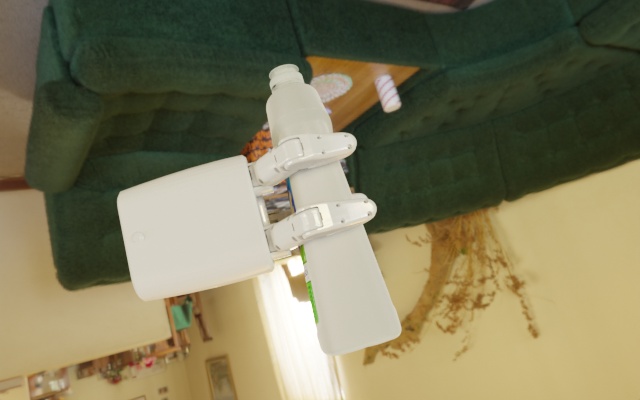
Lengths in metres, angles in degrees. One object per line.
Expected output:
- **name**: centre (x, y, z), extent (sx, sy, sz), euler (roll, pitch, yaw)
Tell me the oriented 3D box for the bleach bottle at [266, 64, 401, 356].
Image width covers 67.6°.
- **bleach bottle**: centre (0.000, 0.001, 0.421), extent (0.068, 0.250, 0.102), euler (-15, -13, -5)
